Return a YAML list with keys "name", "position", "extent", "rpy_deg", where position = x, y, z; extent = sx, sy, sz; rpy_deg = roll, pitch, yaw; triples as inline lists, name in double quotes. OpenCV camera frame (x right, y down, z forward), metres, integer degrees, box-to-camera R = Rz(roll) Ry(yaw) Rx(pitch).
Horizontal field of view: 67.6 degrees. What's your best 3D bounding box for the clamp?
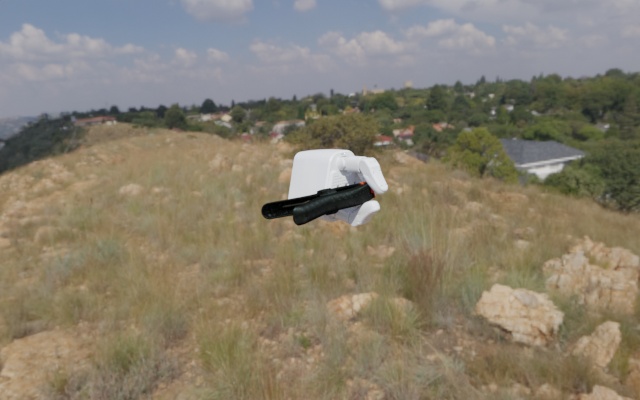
- name: "clamp"
  position: [0.000, 0.002, 0.701]
  extent: [0.171, 0.039, 0.120]
  rpy_deg: [-14, 15, -37]
